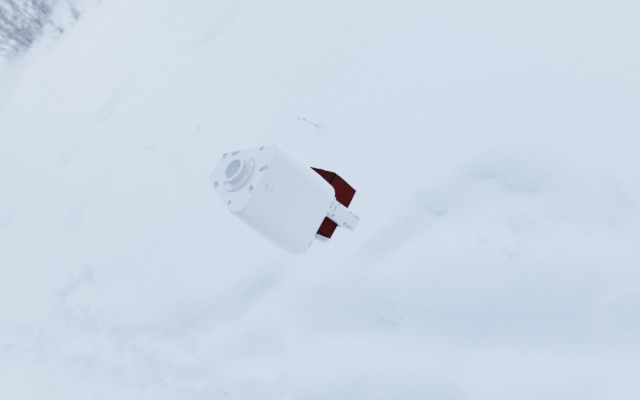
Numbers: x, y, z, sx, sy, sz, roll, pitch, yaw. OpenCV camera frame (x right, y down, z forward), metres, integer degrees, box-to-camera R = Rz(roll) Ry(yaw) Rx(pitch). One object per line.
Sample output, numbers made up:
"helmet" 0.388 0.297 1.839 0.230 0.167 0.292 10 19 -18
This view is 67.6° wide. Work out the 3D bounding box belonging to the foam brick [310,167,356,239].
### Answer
"foam brick" 0.000 0.002 0.636 0.053 0.078 0.051 17 -16 47
